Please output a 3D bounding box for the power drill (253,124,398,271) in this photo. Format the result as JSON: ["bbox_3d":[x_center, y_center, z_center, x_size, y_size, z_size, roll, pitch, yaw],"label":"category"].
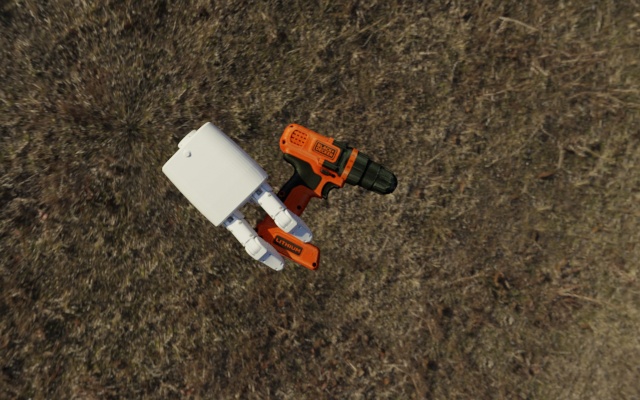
[{"bbox_3d":[0.000,0.003,0.694,0.184,0.187,0.057,25,-10,0],"label":"power drill"}]
